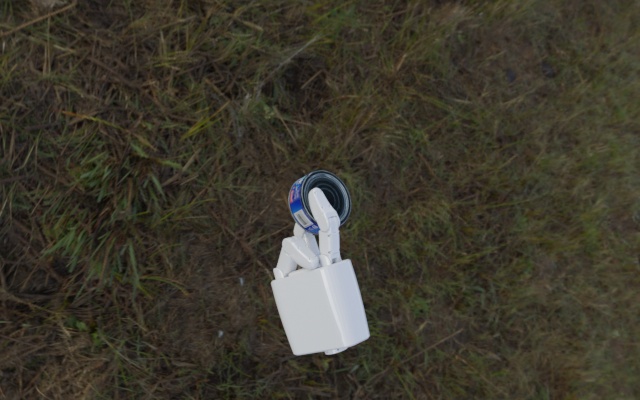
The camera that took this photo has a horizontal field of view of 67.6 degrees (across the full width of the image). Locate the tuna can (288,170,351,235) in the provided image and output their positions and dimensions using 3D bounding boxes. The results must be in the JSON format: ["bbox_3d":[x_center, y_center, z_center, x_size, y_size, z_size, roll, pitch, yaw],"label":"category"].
[{"bbox_3d":[0.000,0.002,0.663,0.086,0.086,0.034,0,-17,-35],"label":"tuna can"}]
